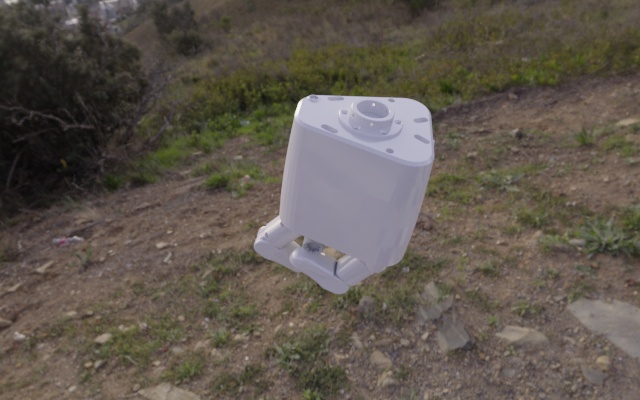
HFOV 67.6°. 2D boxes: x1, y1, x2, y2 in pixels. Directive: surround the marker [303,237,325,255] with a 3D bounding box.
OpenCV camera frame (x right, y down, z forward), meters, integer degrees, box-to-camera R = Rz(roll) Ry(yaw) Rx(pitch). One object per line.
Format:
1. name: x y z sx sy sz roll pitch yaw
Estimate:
1. marker: 0.000 0.002 0.457 0.020 0.020 0.121 0 41 8
